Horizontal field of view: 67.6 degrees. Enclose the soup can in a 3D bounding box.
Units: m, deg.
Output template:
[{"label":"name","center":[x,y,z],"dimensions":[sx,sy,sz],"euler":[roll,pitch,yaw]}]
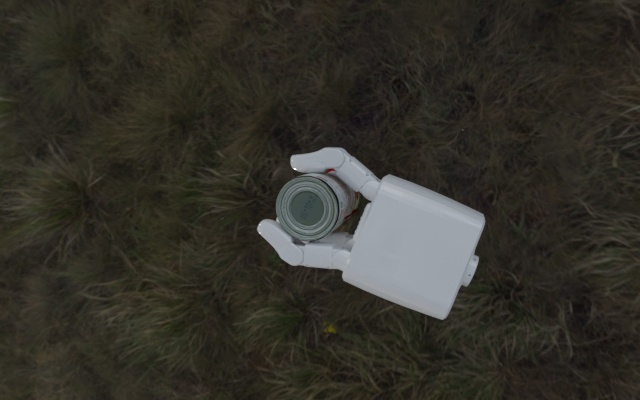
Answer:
[{"label":"soup can","center":[0.000,0.001,0.518],"dimensions":[0.068,0.068,0.102],"euler":[0,8,16]}]
